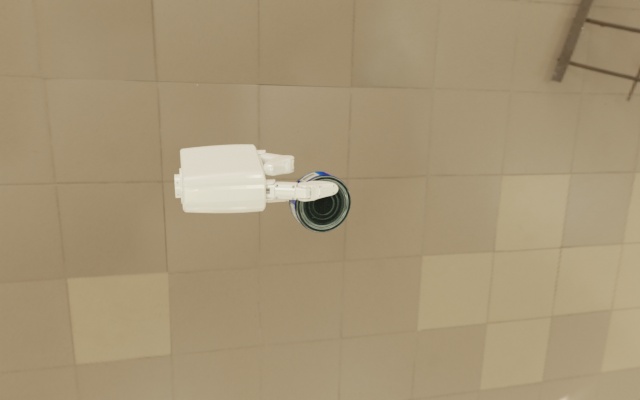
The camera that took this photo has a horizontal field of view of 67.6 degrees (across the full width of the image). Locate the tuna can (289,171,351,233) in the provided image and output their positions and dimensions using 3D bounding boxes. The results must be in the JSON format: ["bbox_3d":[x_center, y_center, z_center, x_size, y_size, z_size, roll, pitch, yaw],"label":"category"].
[{"bbox_3d":[0.000,0.002,0.686,0.086,0.086,0.033,0,13,-20],"label":"tuna can"}]
